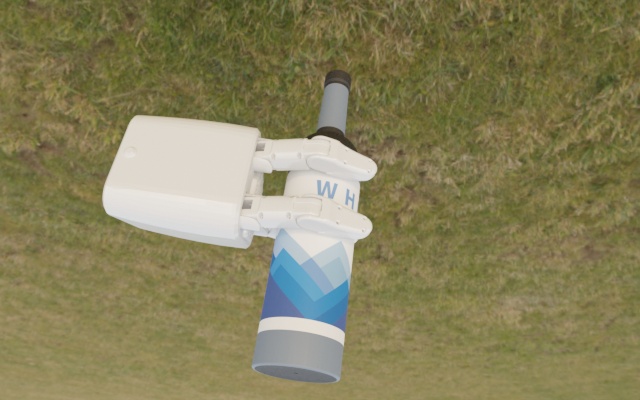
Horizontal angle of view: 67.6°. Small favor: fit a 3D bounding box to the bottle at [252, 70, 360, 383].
[{"bbox_3d":[0.000,0.002,0.424,0.069,0.295,0.069,6,-29,4],"label":"bottle"}]
